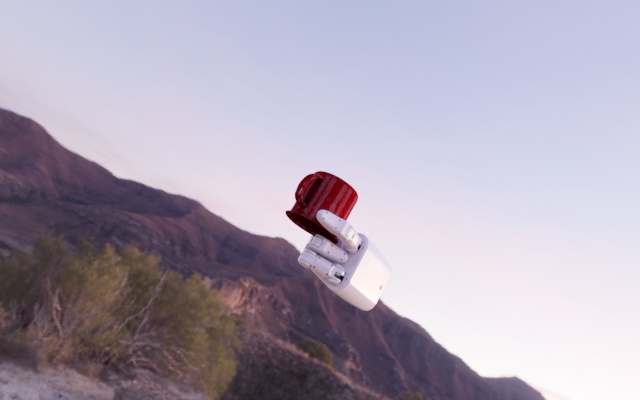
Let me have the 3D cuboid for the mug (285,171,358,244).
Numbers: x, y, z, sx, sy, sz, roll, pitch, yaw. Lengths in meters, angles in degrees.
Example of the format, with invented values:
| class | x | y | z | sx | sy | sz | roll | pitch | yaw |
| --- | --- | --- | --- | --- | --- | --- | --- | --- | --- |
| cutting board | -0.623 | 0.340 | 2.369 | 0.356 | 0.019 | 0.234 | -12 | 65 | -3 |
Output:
| class | x | y | z | sx | sy | sz | roll | pitch | yaw |
| --- | --- | --- | --- | --- | --- | --- | --- | --- | --- |
| mug | -0.001 | 0.001 | 0.727 | 0.093 | 0.081 | 0.117 | 17 | -20 | 40 |
